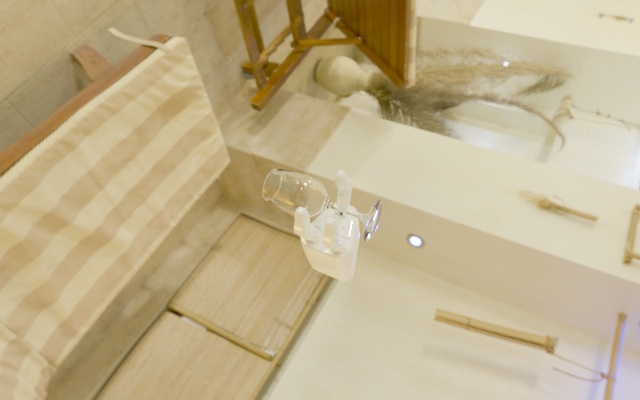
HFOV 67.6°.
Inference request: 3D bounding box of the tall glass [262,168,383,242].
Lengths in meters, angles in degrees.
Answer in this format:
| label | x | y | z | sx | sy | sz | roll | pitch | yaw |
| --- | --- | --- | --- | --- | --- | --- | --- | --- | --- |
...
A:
| label | x | y | z | sx | sy | sz | roll | pitch | yaw |
| --- | --- | --- | --- | --- | --- | --- | --- | --- | --- |
| tall glass | 0.001 | 0.003 | 0.820 | 0.201 | 0.079 | 0.079 | 20 | 7 | 21 |
